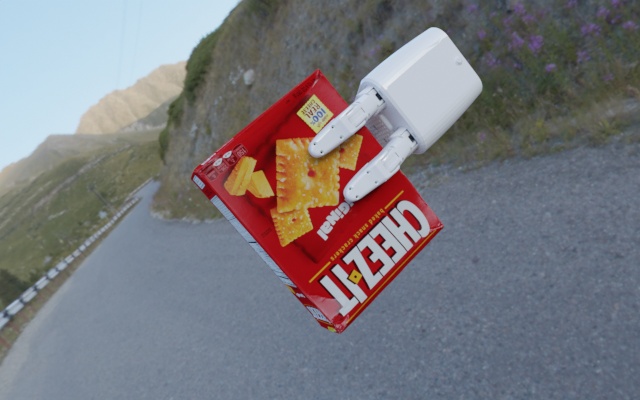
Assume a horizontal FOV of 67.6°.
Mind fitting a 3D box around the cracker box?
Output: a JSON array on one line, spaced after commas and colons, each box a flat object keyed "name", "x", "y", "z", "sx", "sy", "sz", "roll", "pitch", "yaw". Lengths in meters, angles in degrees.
[{"name": "cracker box", "x": 0.000, "y": 0.002, "z": 0.496, "sx": 0.164, "sy": 0.214, "sz": 0.072, "roll": -42, "pitch": 8, "yaw": -16}]
